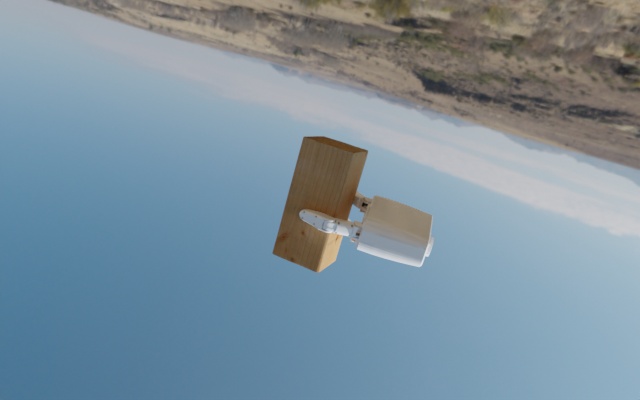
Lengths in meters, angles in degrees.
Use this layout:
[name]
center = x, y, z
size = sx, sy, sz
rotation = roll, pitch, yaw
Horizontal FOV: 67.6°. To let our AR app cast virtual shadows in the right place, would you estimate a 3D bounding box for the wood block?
[wood block]
center = 0.000, 0.003, 0.806
size = 0.090, 0.206, 0.091
rotation = 20, 14, 18
